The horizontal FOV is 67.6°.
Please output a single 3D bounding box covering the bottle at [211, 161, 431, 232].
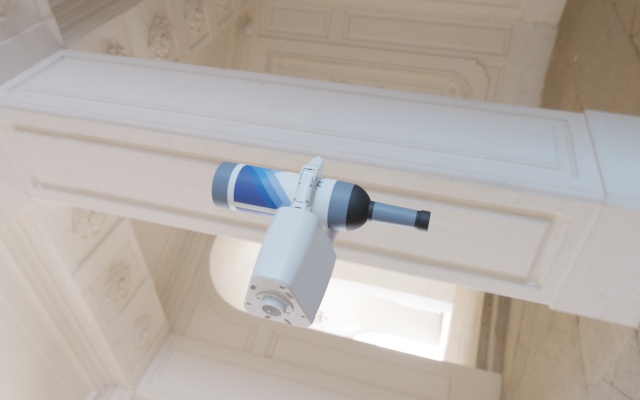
[{"bbox_3d":[0.000,0.002,0.653,0.295,0.069,0.069,10,2,12],"label":"bottle"}]
